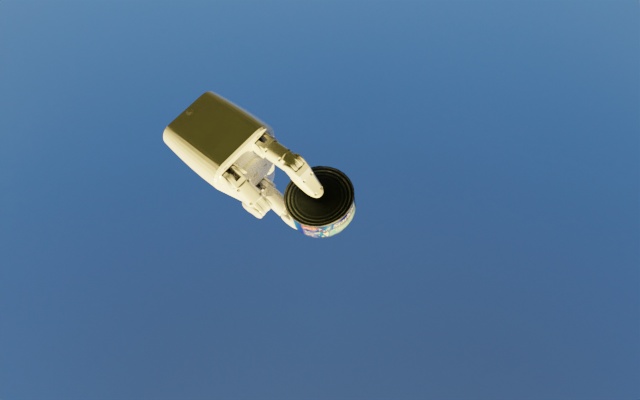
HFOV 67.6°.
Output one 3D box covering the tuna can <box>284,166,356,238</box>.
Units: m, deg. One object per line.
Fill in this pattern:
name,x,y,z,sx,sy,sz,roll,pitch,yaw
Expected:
tuna can,0.000,0.002,0.585,0.086,0.086,0.034,0,-31,9
